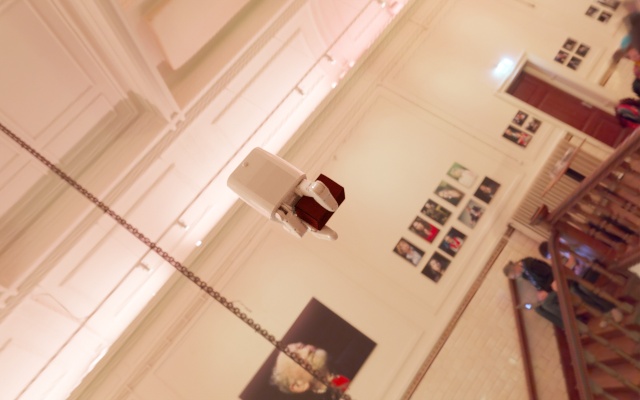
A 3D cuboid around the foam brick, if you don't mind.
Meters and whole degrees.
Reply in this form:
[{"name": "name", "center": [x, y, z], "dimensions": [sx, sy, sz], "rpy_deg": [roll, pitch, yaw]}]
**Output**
[{"name": "foam brick", "center": [0.000, 0.003, 0.826], "dimensions": [0.051, 0.078, 0.053], "rpy_deg": [34, -17, 17]}]
